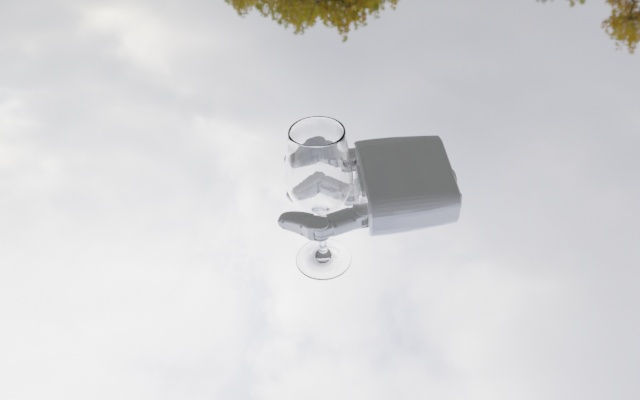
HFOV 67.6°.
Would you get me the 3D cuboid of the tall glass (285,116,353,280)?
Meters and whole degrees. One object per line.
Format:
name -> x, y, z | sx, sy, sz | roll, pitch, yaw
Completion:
tall glass -> 0.000, 0.002, 0.570 | 0.079, 0.201, 0.079 | -2, 41, 2
